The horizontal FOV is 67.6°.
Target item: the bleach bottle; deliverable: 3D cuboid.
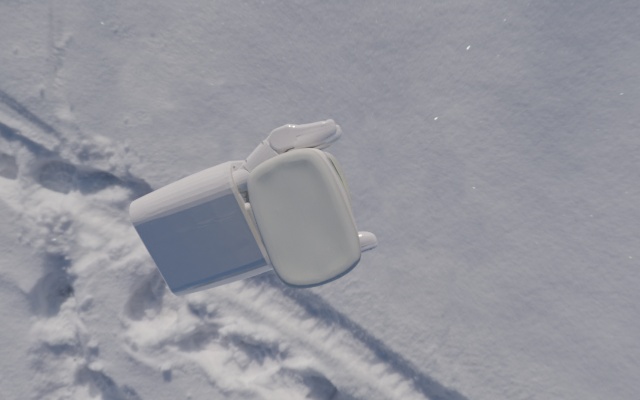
[{"bbox_3d":[0.000,0.001,0.459,0.068,0.102,0.251,-20,2,8],"label":"bleach bottle"}]
